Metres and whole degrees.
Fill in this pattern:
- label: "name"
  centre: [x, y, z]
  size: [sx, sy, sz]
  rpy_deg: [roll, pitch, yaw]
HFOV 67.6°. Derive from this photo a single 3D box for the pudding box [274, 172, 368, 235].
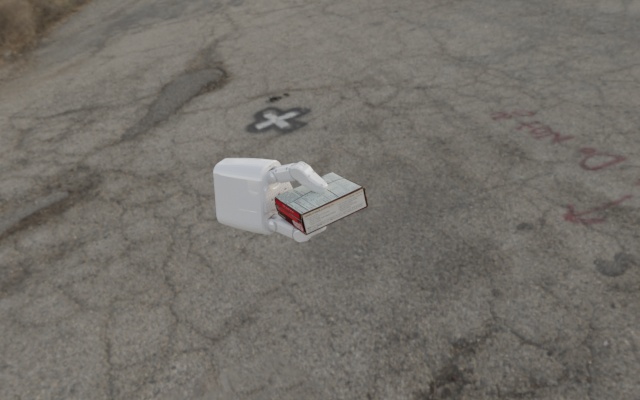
- label: "pudding box"
  centre: [0.000, 0.002, 0.717]
  size: [0.113, 0.039, 0.090]
  rpy_deg: [-25, 30, -22]
